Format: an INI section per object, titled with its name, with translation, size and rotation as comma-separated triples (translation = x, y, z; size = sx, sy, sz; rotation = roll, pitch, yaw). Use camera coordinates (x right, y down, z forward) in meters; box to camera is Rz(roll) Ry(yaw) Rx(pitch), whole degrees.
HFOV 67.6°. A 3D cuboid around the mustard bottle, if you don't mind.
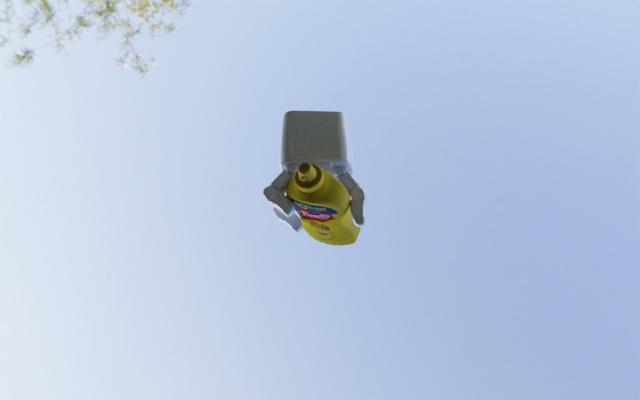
[mustard bottle]
translation = 0.000, 0.003, 0.722
size = 0.096, 0.058, 0.192
rotation = 14, -25, 22
